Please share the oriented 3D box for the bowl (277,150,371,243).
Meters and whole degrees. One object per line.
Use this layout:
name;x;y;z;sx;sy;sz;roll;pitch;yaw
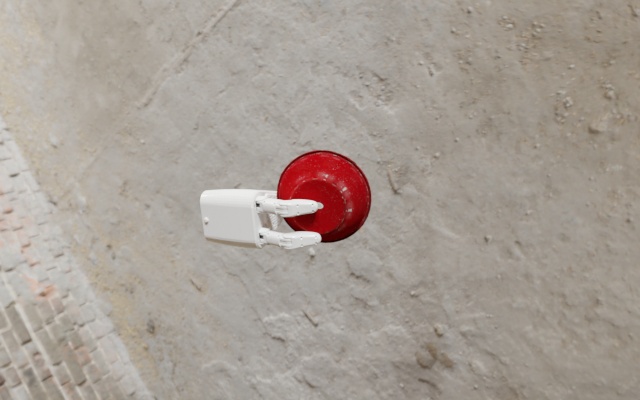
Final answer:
bowl;0.001;0.002;0.773;0.162;0.162;0.055;0;17;11
